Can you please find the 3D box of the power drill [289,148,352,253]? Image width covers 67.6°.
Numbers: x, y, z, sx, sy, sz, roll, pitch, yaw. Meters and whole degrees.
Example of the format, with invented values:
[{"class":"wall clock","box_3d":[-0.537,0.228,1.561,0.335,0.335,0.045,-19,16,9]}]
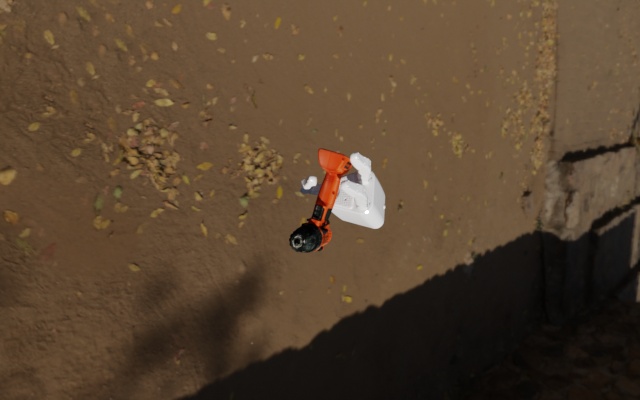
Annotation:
[{"class":"power drill","box_3d":[0.000,0.002,0.871,0.057,0.187,0.184,18,4,10]}]
